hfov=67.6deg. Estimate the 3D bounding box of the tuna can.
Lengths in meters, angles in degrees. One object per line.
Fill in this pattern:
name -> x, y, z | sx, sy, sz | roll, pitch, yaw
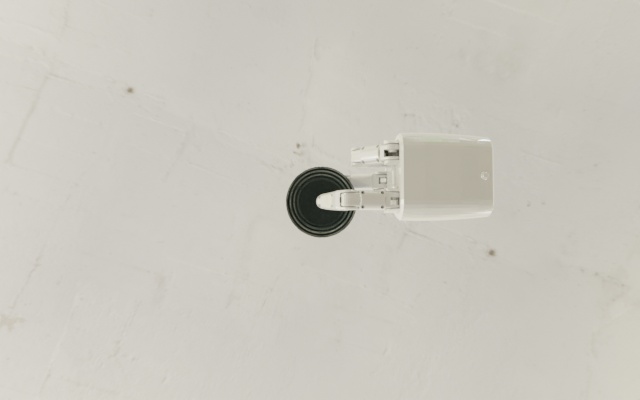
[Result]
tuna can -> 0.000, 0.002, 0.590 | 0.086, 0.086, 0.034 | 0, 0, -5
